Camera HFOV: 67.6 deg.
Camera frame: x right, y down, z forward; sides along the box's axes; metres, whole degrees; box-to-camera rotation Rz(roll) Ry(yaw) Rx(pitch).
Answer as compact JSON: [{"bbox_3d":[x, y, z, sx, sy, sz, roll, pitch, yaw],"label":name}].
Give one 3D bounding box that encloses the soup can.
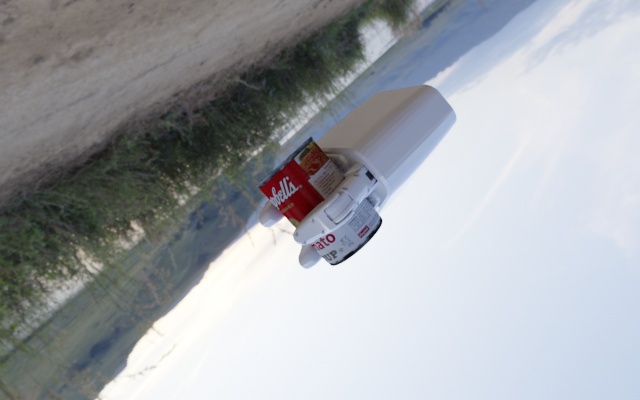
[{"bbox_3d":[0.000,0.002,0.441,0.068,0.102,0.068,-41,7,6],"label":"soup can"}]
